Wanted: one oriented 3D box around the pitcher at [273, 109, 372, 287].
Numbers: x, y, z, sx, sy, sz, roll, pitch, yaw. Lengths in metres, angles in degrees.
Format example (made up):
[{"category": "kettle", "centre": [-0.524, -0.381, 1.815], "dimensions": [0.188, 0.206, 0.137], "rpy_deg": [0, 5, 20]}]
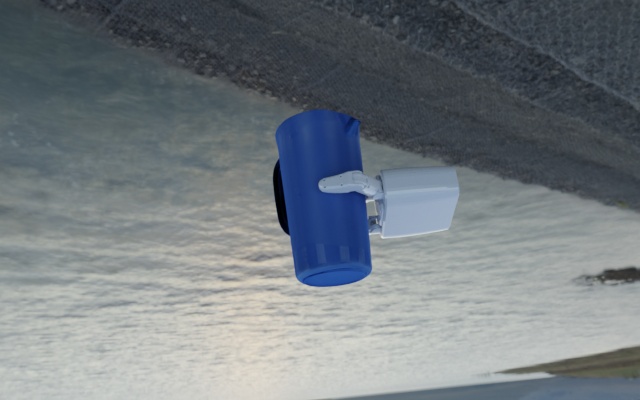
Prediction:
[{"category": "pitcher", "centre": [0.000, 0.002, 0.715], "dimensions": [0.145, 0.242, 0.149], "rpy_deg": [-5, -23, -3]}]
